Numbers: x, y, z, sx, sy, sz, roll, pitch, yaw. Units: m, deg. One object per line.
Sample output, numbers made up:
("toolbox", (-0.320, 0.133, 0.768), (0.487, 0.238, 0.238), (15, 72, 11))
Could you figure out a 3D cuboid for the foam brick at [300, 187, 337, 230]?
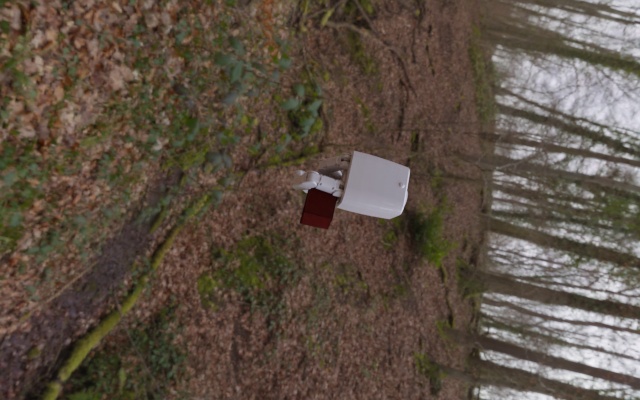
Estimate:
("foam brick", (0.000, 0.003, 0.828), (0.051, 0.078, 0.053), (15, -25, -4))
